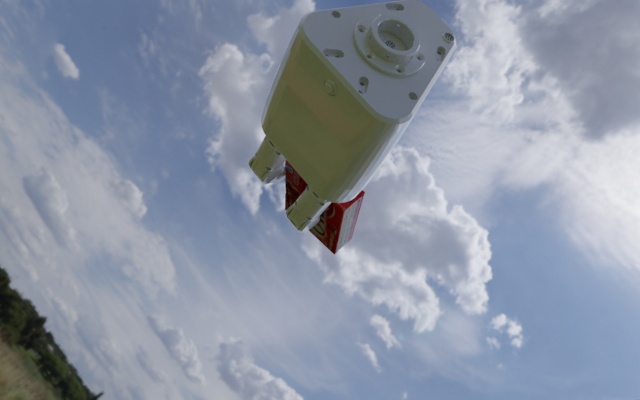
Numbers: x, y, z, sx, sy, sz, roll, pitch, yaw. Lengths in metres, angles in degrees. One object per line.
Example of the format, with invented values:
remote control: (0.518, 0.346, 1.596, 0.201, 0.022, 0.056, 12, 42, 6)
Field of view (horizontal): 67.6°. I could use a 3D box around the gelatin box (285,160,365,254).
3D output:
gelatin box: (0.000, 0.001, 0.455, 0.030, 0.073, 0.089, -40, -21, -25)
